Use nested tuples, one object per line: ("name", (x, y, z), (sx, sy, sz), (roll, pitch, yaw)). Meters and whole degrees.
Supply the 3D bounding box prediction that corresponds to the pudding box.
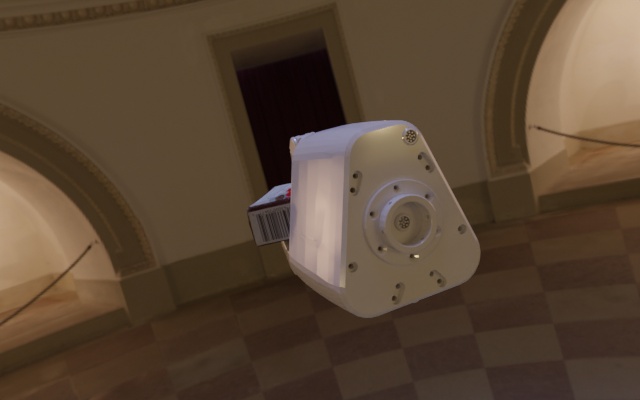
("pudding box", (0.000, 0.001, 0.436), (0.113, 0.039, 0.090), (-11, 11, 12))
